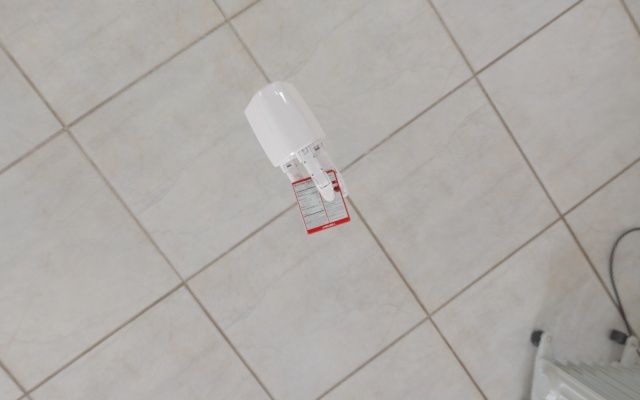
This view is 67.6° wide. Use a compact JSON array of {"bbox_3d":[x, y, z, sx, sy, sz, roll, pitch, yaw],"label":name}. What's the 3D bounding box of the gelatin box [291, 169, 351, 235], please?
[{"bbox_3d":[0.000,0.003,0.770,0.073,0.089,0.030,-18,-1,-4],"label":"gelatin box"}]
